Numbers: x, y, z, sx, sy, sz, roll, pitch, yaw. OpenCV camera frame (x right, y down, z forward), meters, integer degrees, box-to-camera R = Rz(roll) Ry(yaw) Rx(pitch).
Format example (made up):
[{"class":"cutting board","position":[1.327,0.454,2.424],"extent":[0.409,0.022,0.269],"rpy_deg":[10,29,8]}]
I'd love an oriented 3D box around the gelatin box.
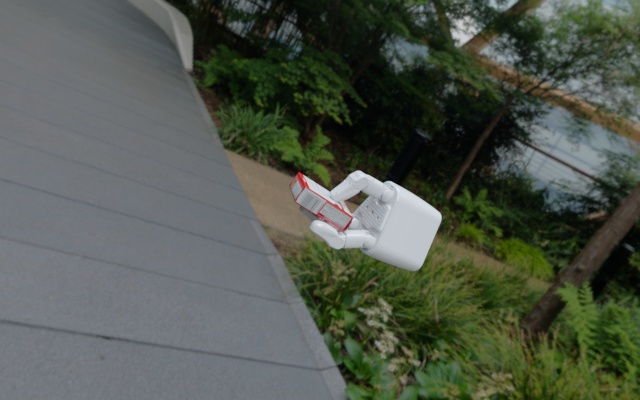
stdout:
[{"class":"gelatin box","position":[0.000,0.002,0.698],"extent":[0.089,0.030,0.073],"rpy_deg":[33,11,-20]}]
